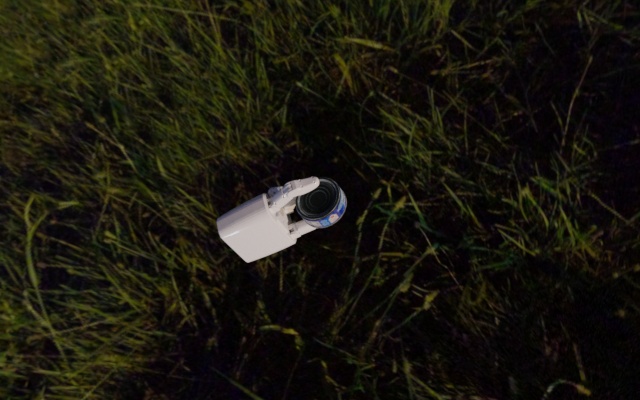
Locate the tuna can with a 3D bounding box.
[{"bbox_3d":[0.000,0.002,0.831,0.086,0.086,0.034,0,-27,24],"label":"tuna can"}]
